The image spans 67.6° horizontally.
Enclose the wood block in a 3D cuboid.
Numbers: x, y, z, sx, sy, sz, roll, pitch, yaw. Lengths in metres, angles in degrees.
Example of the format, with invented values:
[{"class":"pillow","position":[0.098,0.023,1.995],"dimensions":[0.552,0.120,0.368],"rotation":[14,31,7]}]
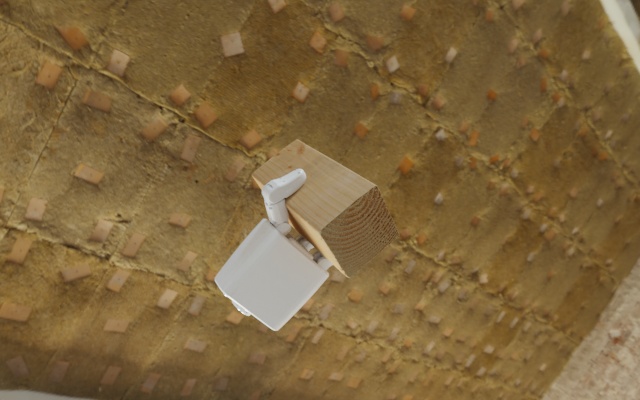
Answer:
[{"class":"wood block","position":[0.000,0.002,0.649],"dimensions":[0.090,0.091,0.206],"rotation":[-39,36,-11]}]
